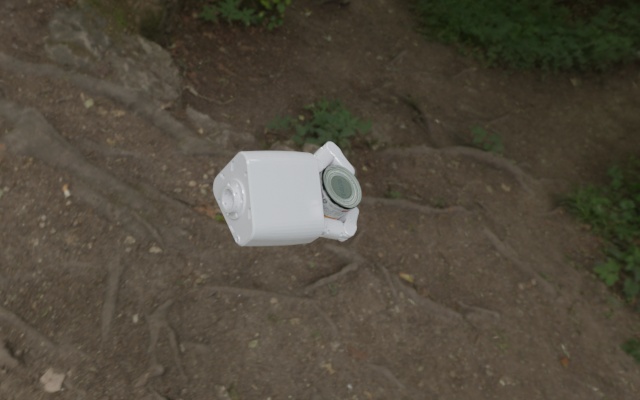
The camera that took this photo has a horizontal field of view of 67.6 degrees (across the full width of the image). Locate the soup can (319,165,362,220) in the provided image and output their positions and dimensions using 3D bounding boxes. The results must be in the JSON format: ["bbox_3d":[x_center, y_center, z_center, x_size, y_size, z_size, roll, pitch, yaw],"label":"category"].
[{"bbox_3d":[0.001,0.002,0.666,0.068,0.068,0.102,0,-26,-40],"label":"soup can"}]
